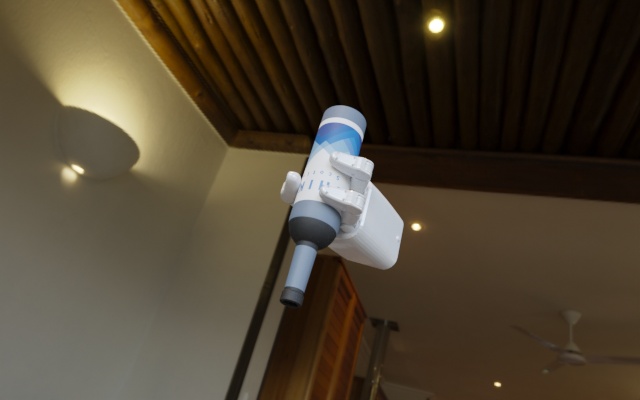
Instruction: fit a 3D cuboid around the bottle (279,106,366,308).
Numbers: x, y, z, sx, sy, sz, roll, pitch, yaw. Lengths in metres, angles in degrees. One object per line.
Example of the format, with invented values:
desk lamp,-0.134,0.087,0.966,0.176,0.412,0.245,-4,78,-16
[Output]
bottle,0.000,0.002,0.644,0.069,0.295,0.069,12,-30,7
